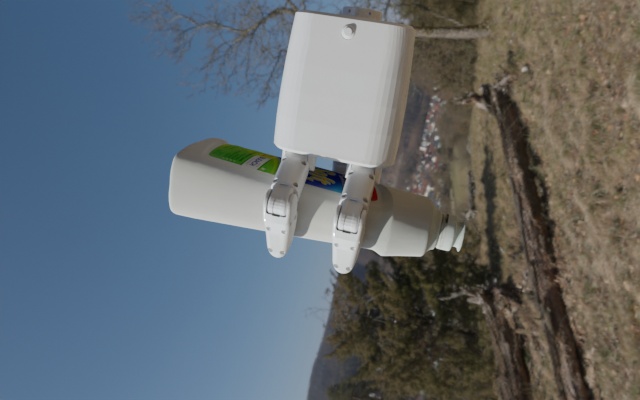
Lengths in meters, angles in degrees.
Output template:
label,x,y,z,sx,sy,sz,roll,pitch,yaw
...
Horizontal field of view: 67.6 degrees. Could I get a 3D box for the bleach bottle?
label,x,y,z,sx,sy,sz,roll,pitch,yaw
bleach bottle,0.000,0.001,0.430,0.251,0.068,0.102,12,17,9
